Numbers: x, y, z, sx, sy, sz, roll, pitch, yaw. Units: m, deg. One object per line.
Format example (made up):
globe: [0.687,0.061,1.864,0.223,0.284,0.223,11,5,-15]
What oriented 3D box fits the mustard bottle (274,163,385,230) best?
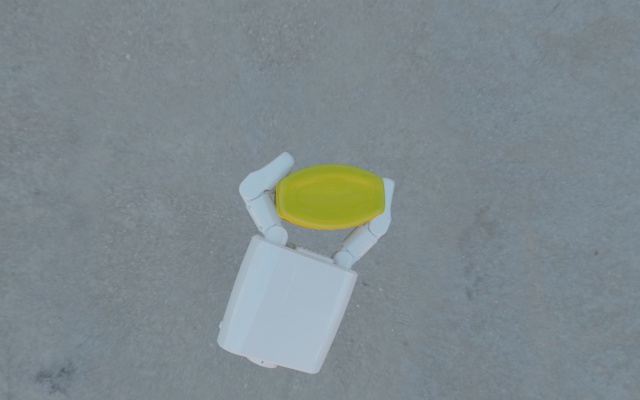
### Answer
mustard bottle: [0.000,0.001,0.502,0.096,0.058,0.191,-3,-3,-7]
